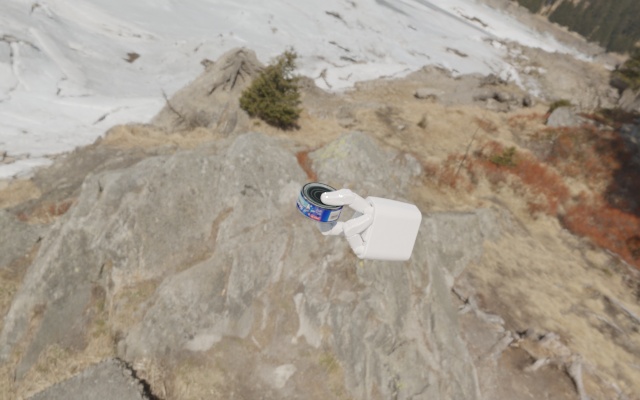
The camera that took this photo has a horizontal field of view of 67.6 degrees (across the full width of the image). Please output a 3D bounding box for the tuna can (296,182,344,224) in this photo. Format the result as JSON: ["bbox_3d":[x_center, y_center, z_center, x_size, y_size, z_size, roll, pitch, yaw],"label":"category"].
[{"bbox_3d":[0.000,0.002,0.881,0.086,0.034,0.086,14,32,-9],"label":"tuna can"}]
